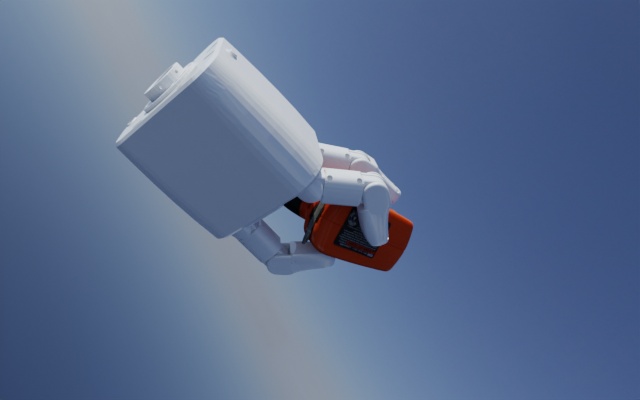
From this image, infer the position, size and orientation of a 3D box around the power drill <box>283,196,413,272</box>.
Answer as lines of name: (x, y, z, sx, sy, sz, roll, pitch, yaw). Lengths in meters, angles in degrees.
power drill: (0.000, 0.002, 0.476, 0.184, 0.057, 0.187, 21, 7, -41)
